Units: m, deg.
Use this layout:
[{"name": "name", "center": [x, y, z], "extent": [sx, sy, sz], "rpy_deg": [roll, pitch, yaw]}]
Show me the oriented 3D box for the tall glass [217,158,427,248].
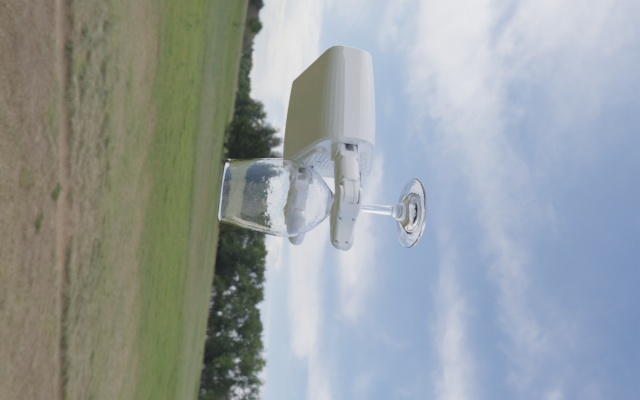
[{"name": "tall glass", "center": [0.001, 0.002, 0.484], "extent": [0.201, 0.079, 0.079], "rpy_deg": [7, -2, -13]}]
